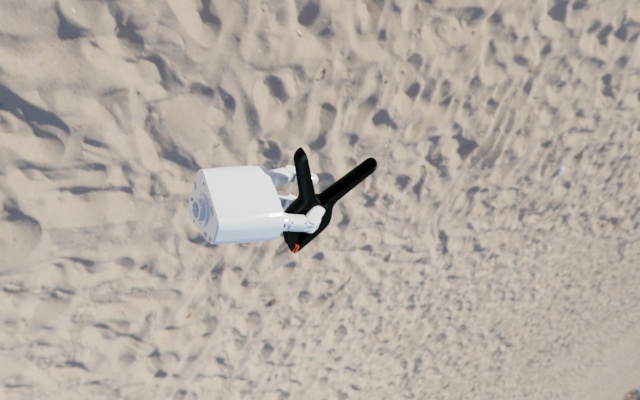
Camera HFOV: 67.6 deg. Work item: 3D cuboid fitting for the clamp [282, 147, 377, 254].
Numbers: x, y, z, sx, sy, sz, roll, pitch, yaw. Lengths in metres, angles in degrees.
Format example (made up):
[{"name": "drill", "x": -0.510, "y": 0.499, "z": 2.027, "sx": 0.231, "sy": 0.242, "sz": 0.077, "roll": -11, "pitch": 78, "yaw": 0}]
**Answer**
[{"name": "clamp", "x": 0.000, "y": 0.004, "z": 0.801, "sx": 0.164, "sy": 0.210, "sz": 0.036, "roll": -2, "pitch": 40, "yaw": -34}]
